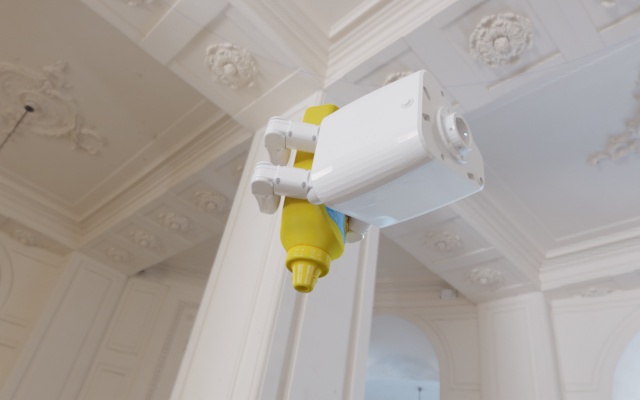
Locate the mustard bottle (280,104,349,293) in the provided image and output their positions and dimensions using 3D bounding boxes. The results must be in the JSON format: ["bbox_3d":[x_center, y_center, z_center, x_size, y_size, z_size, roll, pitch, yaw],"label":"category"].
[{"bbox_3d":[0.000,0.001,0.474,0.058,0.191,0.096,-4,-38,19],"label":"mustard bottle"}]
